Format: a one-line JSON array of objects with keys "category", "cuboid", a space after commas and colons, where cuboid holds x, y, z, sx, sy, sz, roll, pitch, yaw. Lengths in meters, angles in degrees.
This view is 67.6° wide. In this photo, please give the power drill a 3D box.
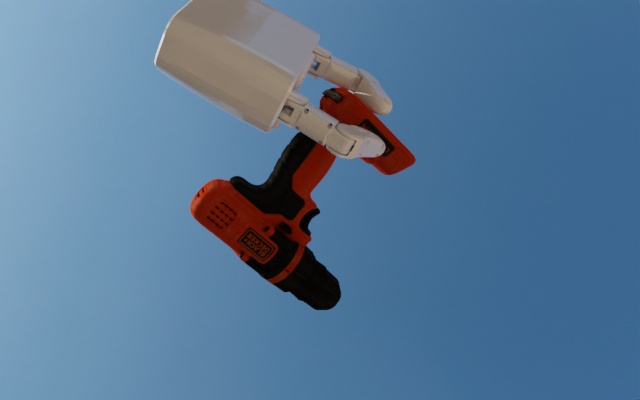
[{"category": "power drill", "cuboid": [0.000, 0.001, 0.462, 0.184, 0.187, 0.057, 42, 3, -25]}]
